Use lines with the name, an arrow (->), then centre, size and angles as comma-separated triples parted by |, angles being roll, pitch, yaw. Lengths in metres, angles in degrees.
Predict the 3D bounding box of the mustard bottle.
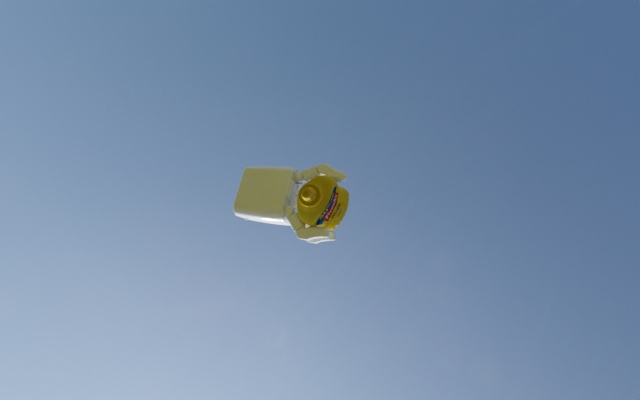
mustard bottle -> 0.001, 0.003, 0.888 | 0.058, 0.096, 0.192 | 29, -1, 19
